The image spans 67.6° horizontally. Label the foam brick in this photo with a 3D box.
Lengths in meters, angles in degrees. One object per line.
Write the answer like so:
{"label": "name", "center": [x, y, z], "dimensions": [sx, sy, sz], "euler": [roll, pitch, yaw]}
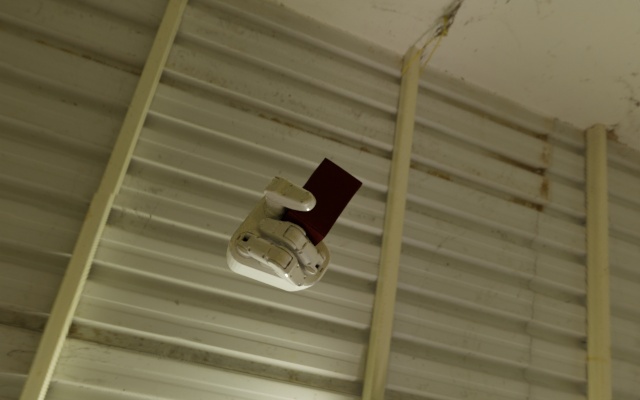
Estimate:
{"label": "foam brick", "center": [0.000, 0.002, 0.538], "dimensions": [0.053, 0.078, 0.051], "euler": [37, -21, 0]}
